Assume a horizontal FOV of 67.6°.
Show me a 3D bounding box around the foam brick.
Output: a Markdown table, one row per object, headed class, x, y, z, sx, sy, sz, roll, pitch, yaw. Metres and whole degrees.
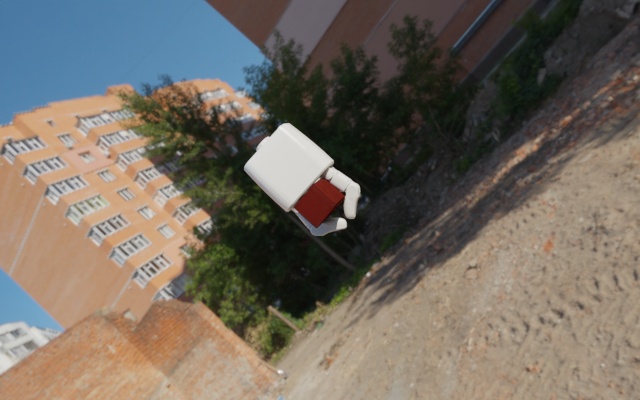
| class | x | y | z | sx | sy | sz | roll | pitch | yaw |
| --- | --- | --- | --- | --- | --- | --- | --- | --- | --- |
| foam brick | 0.000 | 0.003 | 0.776 | 0.051 | 0.053 | 0.078 | 43 | 17 | 3 |
